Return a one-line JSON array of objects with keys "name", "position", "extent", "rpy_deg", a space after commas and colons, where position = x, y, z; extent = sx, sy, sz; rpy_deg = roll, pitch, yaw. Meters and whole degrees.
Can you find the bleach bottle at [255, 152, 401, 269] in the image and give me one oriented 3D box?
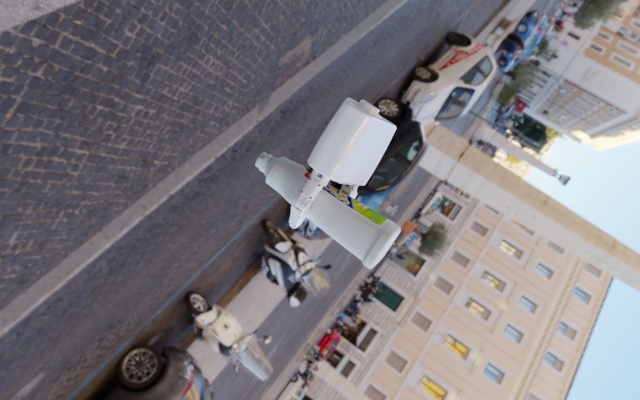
[{"name": "bleach bottle", "position": [0.000, 0.002, 0.744], "extent": [0.251, 0.068, 0.102], "rpy_deg": [34, 16, 13]}]
